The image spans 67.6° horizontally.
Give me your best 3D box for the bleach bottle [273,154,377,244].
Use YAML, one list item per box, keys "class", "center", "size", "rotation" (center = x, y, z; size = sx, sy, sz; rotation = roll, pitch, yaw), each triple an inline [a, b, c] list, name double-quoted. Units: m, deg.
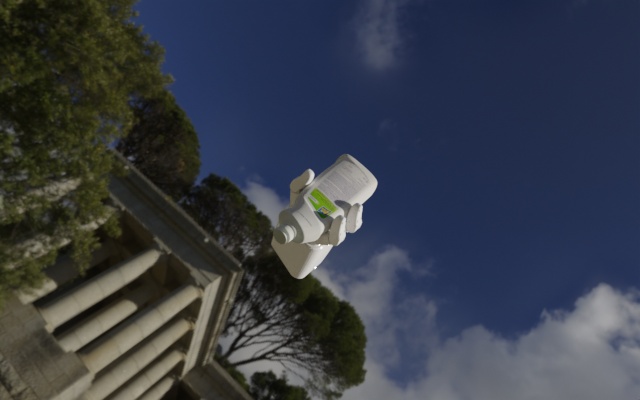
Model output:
- class: "bleach bottle"
  center: [0.000, 0.003, 0.874]
  size: [0.102, 0.068, 0.250]
  rotation: [41, 44, 14]
